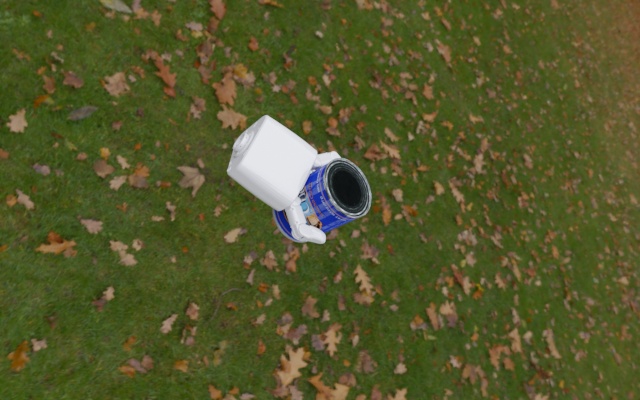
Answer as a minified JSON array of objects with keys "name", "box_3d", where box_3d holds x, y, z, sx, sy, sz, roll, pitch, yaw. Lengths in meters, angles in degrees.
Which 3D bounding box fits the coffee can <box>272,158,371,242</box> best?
[{"name":"coffee can","box_3d":[0.000,0.003,0.804,0.103,0.102,0.140,0,-20,-43]}]
